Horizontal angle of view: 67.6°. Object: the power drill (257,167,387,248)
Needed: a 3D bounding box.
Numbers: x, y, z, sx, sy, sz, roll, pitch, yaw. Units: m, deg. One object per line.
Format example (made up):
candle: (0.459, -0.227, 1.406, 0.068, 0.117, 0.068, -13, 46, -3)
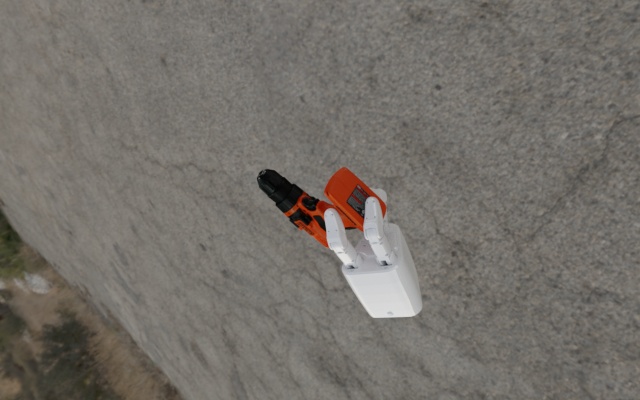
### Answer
power drill: (0.001, 0.003, 0.753, 0.184, 0.057, 0.187, 40, -24, -18)
